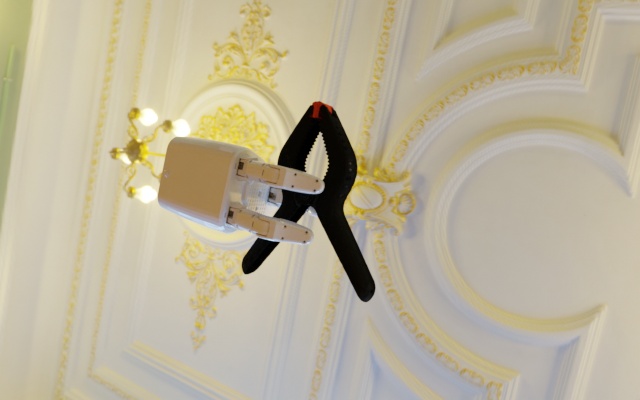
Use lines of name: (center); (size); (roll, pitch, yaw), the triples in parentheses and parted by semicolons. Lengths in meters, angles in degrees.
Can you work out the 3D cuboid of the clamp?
clamp: (0.000, 0.001, 0.517); (0.164, 0.210, 0.036); (15, 6, 26)
